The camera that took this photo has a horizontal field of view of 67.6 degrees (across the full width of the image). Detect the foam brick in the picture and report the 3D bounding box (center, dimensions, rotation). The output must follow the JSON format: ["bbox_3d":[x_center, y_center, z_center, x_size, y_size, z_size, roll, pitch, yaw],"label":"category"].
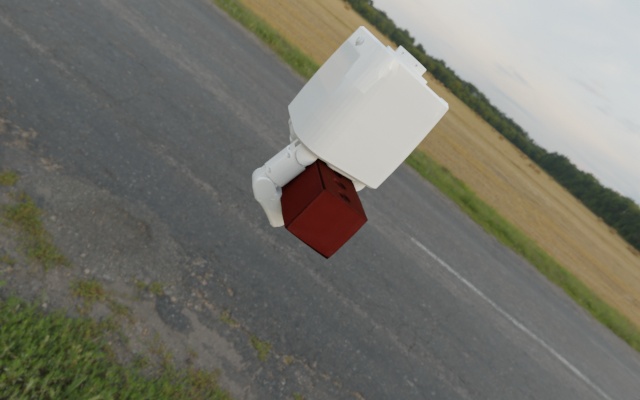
[{"bbox_3d":[0.000,0.002,0.429,0.053,0.051,0.078,38,19,-27],"label":"foam brick"}]
